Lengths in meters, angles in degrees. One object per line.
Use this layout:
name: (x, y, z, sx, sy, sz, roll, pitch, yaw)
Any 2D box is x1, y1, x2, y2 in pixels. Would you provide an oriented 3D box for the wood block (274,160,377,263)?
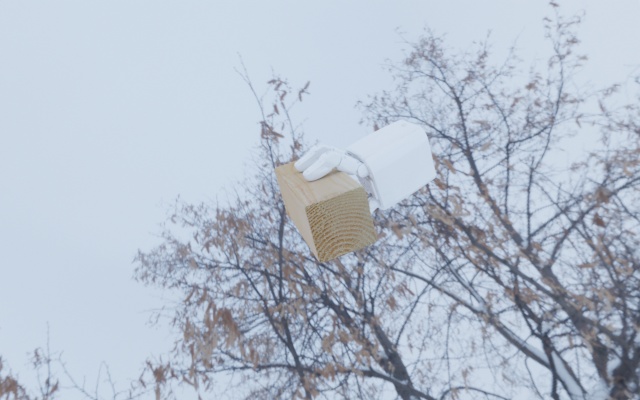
wood block: (0.001, 0.003, 0.741, 0.090, 0.091, 0.206, -20, 22, -10)
